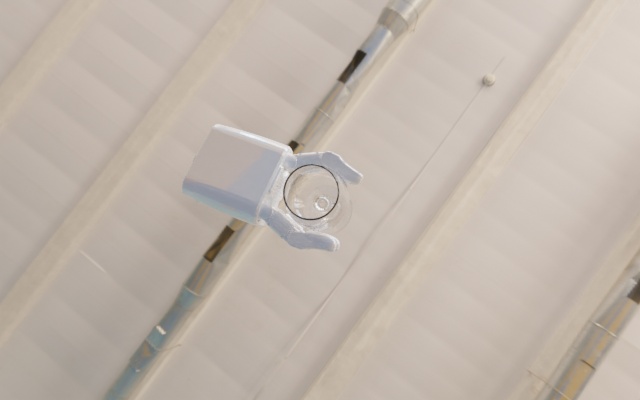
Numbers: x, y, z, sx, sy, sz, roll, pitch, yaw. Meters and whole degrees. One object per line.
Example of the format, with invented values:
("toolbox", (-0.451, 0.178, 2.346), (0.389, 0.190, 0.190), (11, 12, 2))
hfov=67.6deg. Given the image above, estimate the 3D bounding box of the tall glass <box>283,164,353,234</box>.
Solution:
("tall glass", (0.000, 0.002, 0.613), (0.079, 0.079, 0.201), (0, -6, 6))
